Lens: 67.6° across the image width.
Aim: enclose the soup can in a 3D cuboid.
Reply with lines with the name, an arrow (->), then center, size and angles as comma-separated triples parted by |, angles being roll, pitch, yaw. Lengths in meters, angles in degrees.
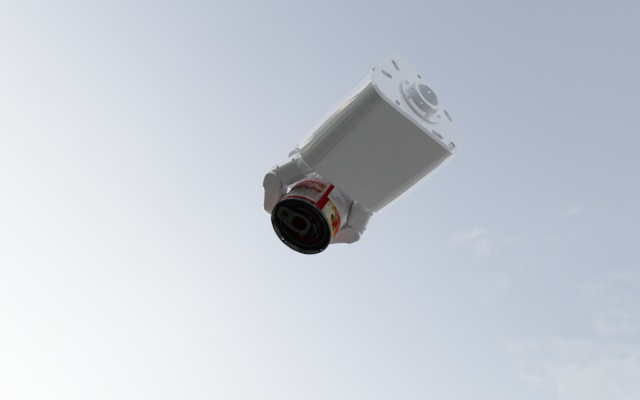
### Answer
soup can -> 0.000, 0.002, 0.518 | 0.068, 0.068, 0.102 | 0, 30, 28
